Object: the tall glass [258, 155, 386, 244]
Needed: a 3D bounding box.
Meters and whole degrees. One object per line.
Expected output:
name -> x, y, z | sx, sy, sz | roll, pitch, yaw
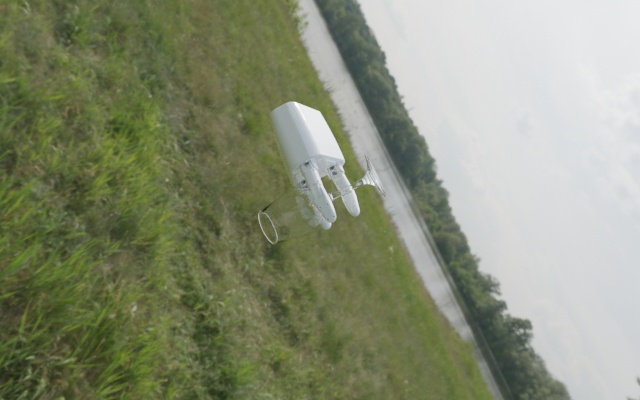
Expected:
tall glass -> 0.001, 0.002, 0.777 | 0.201, 0.079, 0.079 | -26, -5, 10
